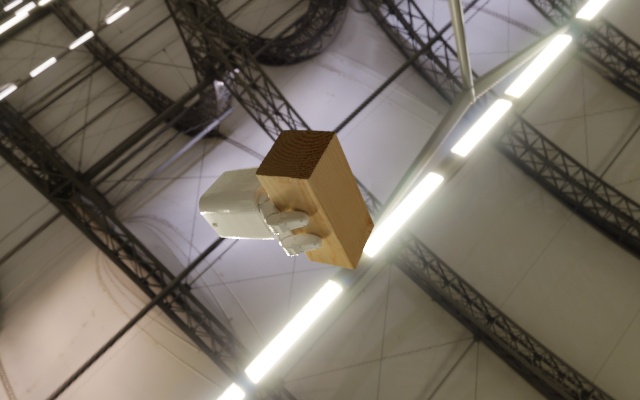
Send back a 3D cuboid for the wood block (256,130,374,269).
[{"bbox_3d":[0.000,0.002,0.707,0.090,0.090,0.206,6,-37,30],"label":"wood block"}]
